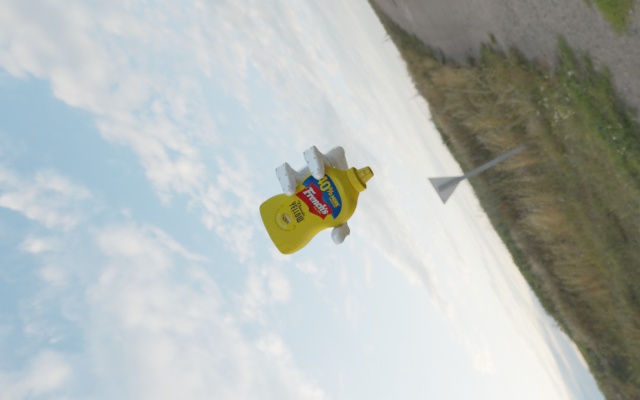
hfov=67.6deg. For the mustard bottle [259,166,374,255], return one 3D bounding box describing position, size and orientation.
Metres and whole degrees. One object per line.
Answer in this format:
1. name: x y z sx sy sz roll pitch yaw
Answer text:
1. mustard bottle: 0.000 0.003 0.756 0.192 0.096 0.058 -32 -15 17
